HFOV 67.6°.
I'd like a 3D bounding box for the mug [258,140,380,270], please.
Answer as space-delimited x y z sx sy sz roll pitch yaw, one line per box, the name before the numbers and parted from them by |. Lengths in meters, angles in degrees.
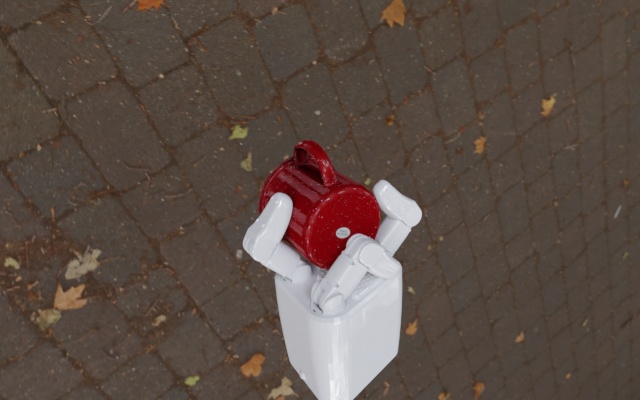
mug | 0.000 0.000 0.438 0.093 0.117 0.081 -20 30 -25
